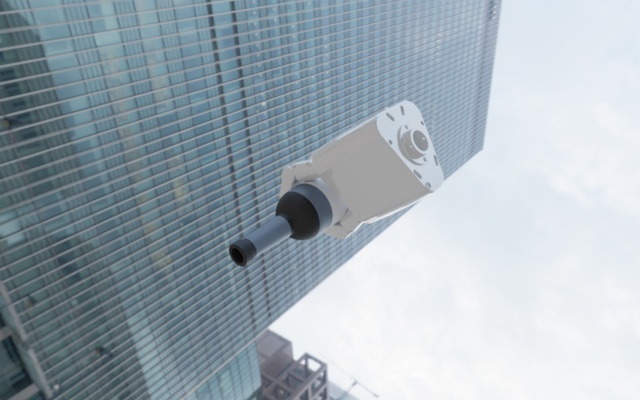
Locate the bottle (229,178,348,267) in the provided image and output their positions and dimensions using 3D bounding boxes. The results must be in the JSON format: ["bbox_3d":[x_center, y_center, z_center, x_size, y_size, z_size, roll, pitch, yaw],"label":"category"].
[{"bbox_3d":[0.000,0.002,0.615,0.069,0.069,0.295,0,23,42],"label":"bottle"}]
